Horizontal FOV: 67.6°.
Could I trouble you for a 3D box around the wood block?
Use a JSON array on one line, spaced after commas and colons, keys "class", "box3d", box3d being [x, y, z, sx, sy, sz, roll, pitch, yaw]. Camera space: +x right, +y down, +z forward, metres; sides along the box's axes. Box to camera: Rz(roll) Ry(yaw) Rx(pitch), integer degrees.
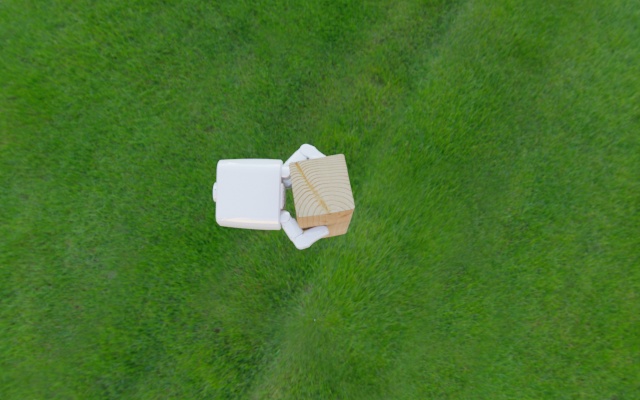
[{"class": "wood block", "box3d": [0.000, 0.003, 0.822, 0.090, 0.090, 0.206, -9, -14, -3]}]
